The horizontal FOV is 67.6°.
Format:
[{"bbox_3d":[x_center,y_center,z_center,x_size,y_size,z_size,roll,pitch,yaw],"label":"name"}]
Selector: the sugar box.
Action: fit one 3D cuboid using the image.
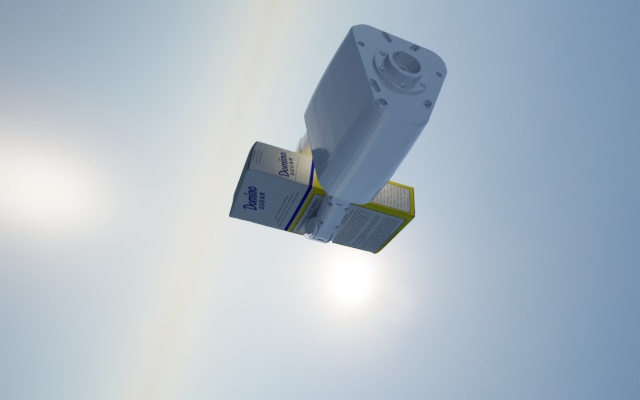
[{"bbox_3d":[0.000,0.001,0.506,0.176,0.048,0.093,18,-38,-13],"label":"sugar box"}]
